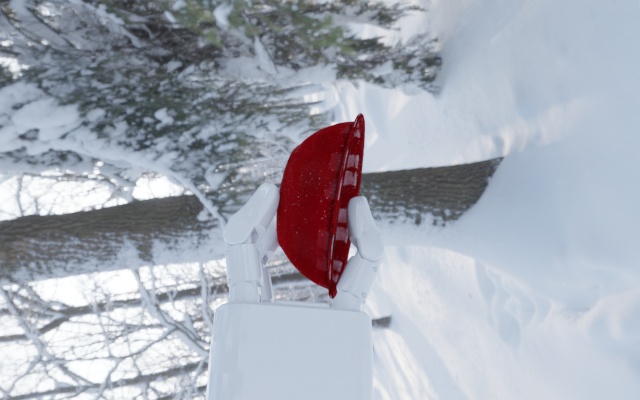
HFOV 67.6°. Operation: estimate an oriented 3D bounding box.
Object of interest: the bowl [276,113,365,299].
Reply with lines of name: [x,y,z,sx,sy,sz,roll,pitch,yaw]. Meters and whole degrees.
bowl: [0.000,0.000,0.420,0.055,0.162,0.162,9,1,9]
